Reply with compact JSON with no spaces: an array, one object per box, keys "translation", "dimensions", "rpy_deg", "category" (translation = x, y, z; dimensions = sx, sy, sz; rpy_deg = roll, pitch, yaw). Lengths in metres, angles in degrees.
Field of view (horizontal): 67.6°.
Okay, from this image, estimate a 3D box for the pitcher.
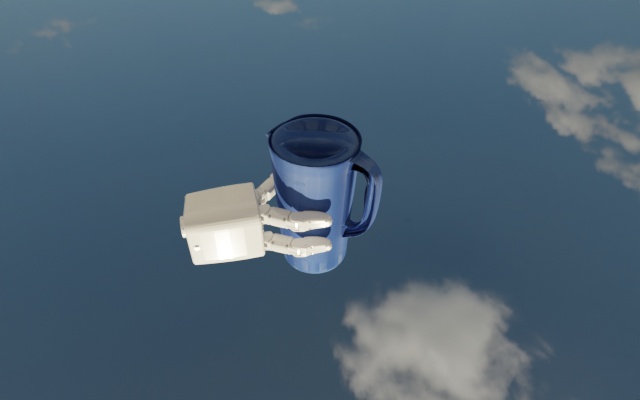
[{"translation":[0.000,0.002,0.741],"dimensions":[0.145,0.243,0.149],"rpy_deg":[-10,42,-11],"category":"pitcher"}]
